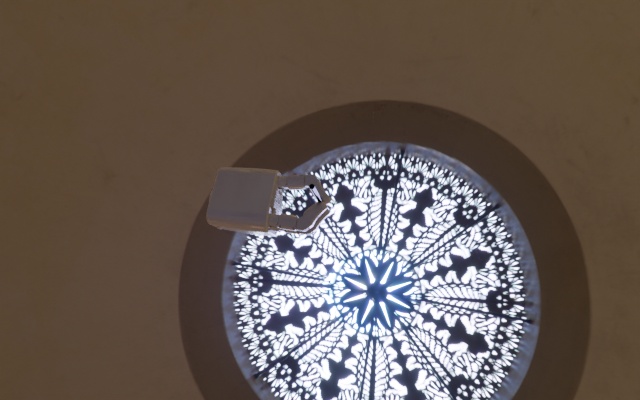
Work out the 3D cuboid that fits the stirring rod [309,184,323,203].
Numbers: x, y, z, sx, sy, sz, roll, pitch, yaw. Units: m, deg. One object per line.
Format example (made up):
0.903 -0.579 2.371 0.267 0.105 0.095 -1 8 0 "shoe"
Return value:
0.000 0.003 0.793 0.011 0.011 0.239 0 -11 6 "stirring rod"
